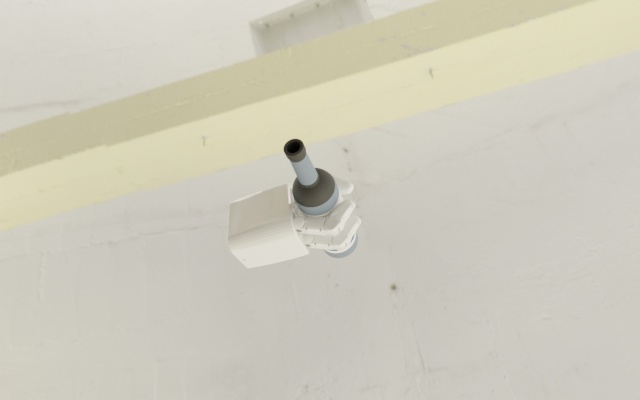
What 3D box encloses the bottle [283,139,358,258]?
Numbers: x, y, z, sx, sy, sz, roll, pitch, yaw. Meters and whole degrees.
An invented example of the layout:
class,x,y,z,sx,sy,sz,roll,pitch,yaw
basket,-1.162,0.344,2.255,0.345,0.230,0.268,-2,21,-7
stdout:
class,x,y,z,sx,sy,sz,roll,pitch,yaw
bottle,0.000,0.002,0.734,0.069,0.069,0.296,0,-29,16
